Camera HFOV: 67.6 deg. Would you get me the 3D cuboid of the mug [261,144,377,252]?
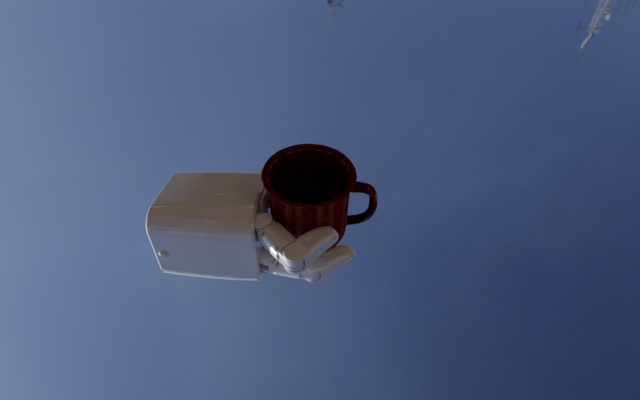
[{"bbox_3d":[0.002,0.002,0.495,0.117,0.093,0.082,1,-44,-1],"label":"mug"}]
